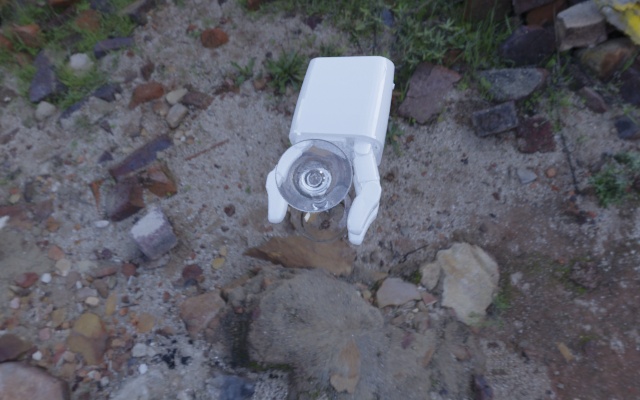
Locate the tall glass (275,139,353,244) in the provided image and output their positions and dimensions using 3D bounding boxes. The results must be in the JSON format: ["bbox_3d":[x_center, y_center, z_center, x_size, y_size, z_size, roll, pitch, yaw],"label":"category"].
[{"bbox_3d":[0.000,0.002,0.549,0.079,0.079,0.201,0,-16,4],"label":"tall glass"}]
